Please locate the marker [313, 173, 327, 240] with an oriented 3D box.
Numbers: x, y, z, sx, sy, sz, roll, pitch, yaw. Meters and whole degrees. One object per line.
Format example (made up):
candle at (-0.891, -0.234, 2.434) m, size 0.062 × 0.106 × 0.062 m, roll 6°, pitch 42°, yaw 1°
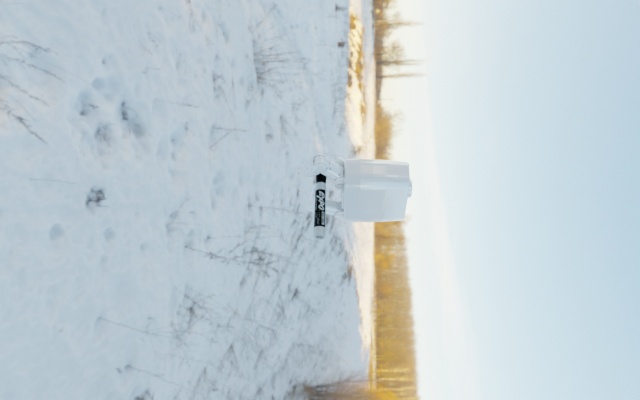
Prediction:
marker at (0.000, 0.002, 0.754) m, size 0.020 × 0.121 × 0.020 m, roll 1°, pitch -27°, yaw 1°
